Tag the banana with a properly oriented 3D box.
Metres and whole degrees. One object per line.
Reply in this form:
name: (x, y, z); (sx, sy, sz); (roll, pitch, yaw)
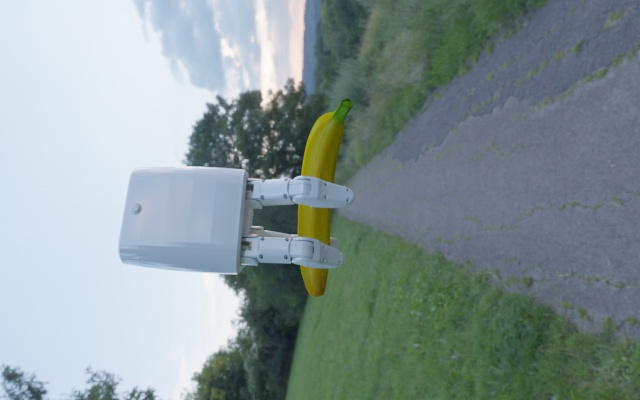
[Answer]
banana: (-0.002, -0.004, 0.494); (0.037, 0.198, 0.069); (6, 5, -9)
